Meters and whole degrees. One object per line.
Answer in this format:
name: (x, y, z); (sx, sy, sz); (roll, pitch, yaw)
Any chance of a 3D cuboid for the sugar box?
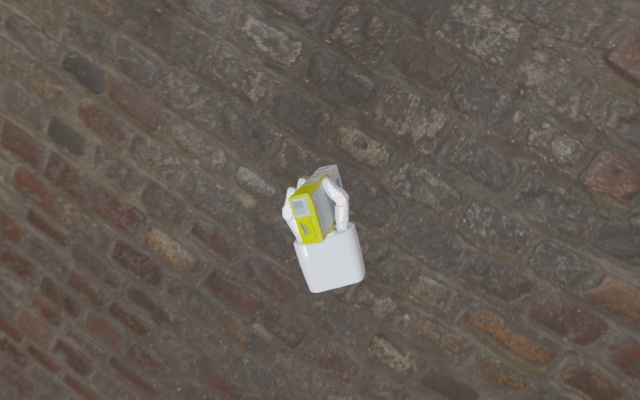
sugar box: (0.000, 0.003, 0.894); (0.048, 0.093, 0.176); (-10, 17, 19)
